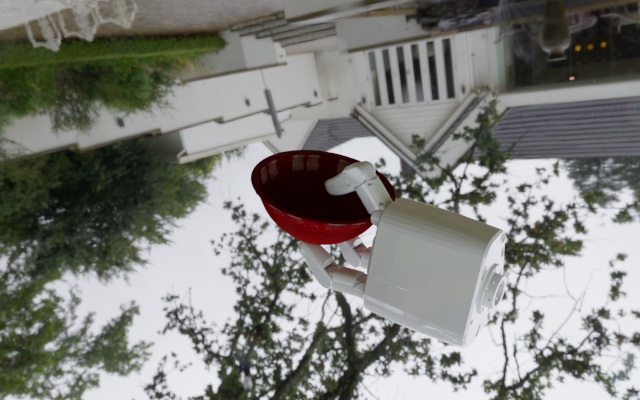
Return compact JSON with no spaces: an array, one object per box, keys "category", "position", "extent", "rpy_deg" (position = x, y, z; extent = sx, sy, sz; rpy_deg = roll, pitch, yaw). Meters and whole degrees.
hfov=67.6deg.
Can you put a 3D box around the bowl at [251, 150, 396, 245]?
[{"category":"bowl","position":[-0.001,0.001,0.542],"extent":[0.162,0.055,0.162],"rpy_deg":[8,32,-5]}]
